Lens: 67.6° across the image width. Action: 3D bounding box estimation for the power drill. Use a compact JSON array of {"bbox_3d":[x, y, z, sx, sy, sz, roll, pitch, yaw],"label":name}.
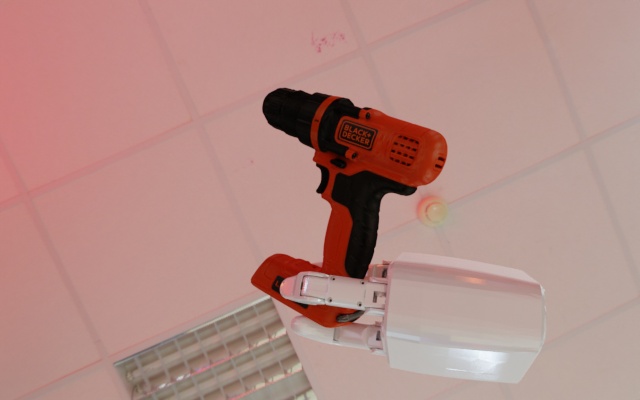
[{"bbox_3d":[0.000,0.002,0.427,0.184,0.188,0.057,24,12,32],"label":"power drill"}]
